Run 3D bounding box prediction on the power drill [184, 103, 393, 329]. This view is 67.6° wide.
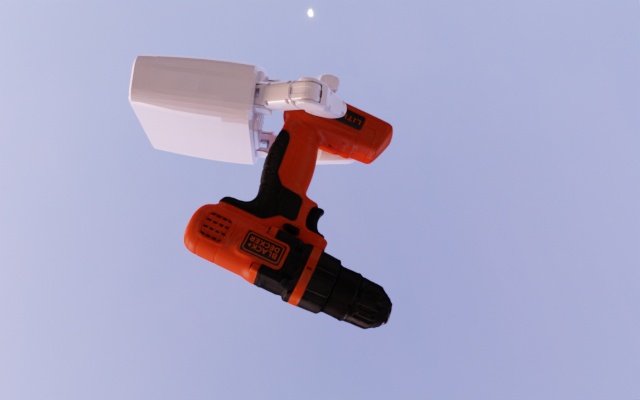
[{"bbox_3d":[0.000,0.001,0.427,0.184,0.187,0.057,25,-26,-1],"label":"power drill"}]
